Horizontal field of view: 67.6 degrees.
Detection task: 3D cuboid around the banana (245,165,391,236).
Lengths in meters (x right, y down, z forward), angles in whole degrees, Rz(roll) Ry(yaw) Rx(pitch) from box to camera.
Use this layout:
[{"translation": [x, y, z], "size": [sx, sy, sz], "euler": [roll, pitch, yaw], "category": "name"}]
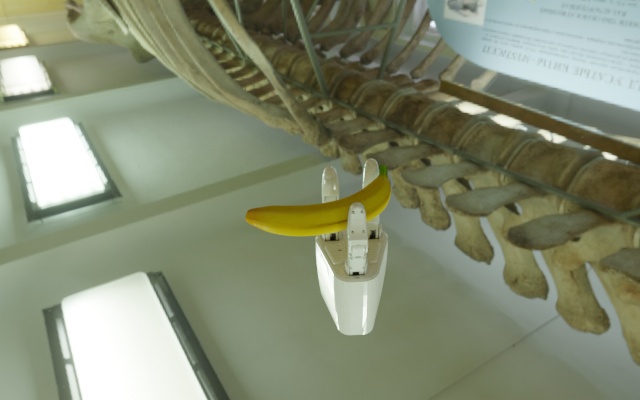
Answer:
[{"translation": [0.011, 0.011, 0.580], "size": [0.198, 0.037, 0.069], "euler": [-18, 39, -19], "category": "banana"}]
